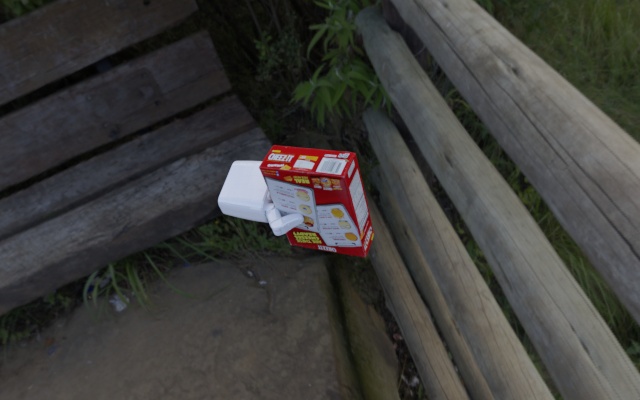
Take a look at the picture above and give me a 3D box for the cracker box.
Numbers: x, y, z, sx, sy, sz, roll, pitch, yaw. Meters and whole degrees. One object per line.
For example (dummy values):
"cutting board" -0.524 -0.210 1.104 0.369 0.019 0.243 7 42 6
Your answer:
"cracker box" 0.000 0.003 0.879 0.164 0.072 0.214 7 -41 25
